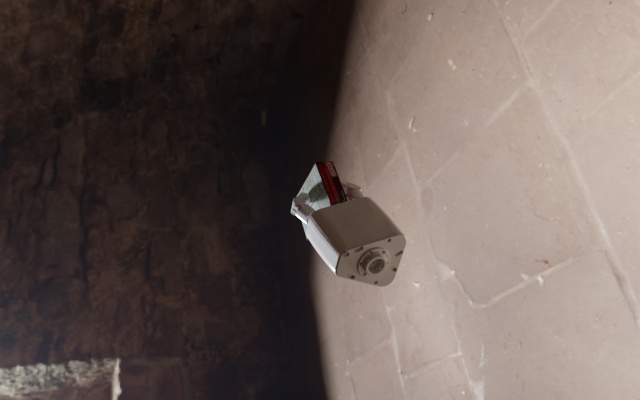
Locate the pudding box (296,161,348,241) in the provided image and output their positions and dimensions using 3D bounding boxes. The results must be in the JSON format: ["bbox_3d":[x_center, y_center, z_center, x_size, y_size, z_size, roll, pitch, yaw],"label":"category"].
[{"bbox_3d":[0.000,0.003,0.798,0.039,0.090,0.113,-1,-34,-28],"label":"pudding box"}]
